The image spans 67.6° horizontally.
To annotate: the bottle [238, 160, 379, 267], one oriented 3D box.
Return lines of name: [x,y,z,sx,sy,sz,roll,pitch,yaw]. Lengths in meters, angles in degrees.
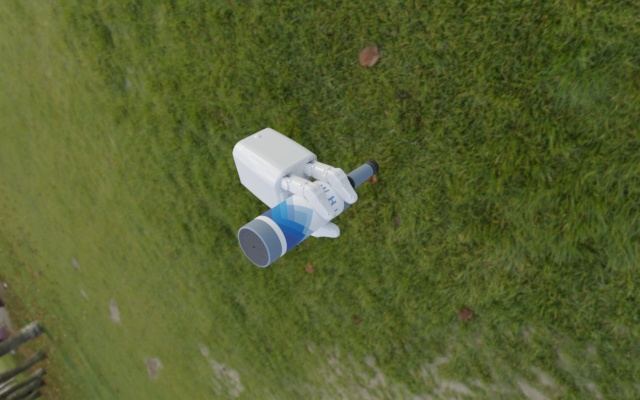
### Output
bottle: [0.000,0.003,0.769,0.069,0.069,0.295,0,26,46]
